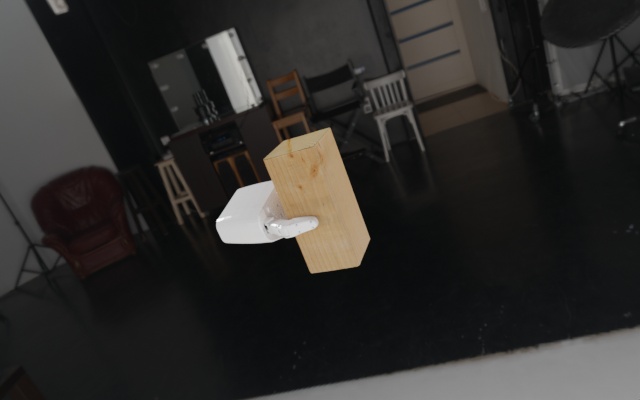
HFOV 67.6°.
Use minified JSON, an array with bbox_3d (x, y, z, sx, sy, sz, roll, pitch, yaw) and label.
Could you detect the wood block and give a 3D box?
[{"bbox_3d":[0.000,0.003,0.768,0.090,0.206,0.090,-12,21,24],"label":"wood block"}]
